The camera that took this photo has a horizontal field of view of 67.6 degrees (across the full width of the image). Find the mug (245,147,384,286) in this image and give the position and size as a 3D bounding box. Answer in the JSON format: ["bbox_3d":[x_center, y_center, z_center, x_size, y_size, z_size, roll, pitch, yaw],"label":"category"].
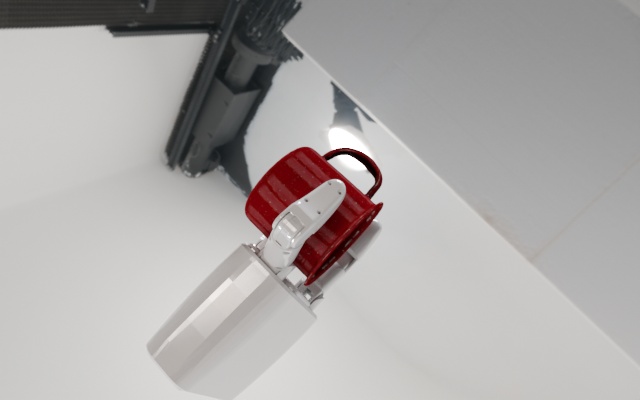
[{"bbox_3d":[0.001,0.000,0.401,0.081,0.117,0.093,43,-10,11],"label":"mug"}]
